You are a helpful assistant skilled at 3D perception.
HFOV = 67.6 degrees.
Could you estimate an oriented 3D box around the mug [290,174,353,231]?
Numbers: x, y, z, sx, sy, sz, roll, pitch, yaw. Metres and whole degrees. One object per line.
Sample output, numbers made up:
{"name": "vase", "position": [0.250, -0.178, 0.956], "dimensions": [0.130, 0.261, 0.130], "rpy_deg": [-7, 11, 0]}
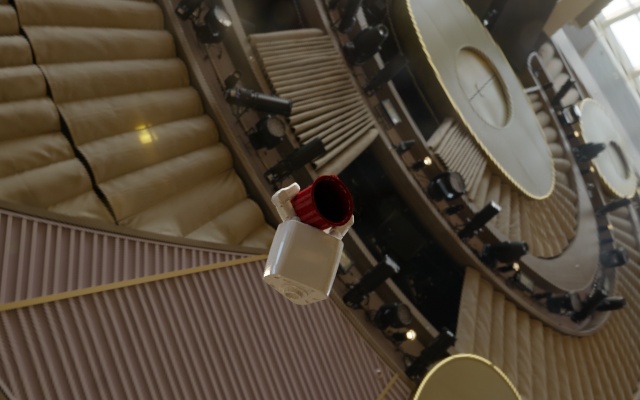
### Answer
{"name": "mug", "position": [0.000, 0.002, 0.856], "dimensions": [0.093, 0.117, 0.081], "rpy_deg": [34, -37, -24]}
